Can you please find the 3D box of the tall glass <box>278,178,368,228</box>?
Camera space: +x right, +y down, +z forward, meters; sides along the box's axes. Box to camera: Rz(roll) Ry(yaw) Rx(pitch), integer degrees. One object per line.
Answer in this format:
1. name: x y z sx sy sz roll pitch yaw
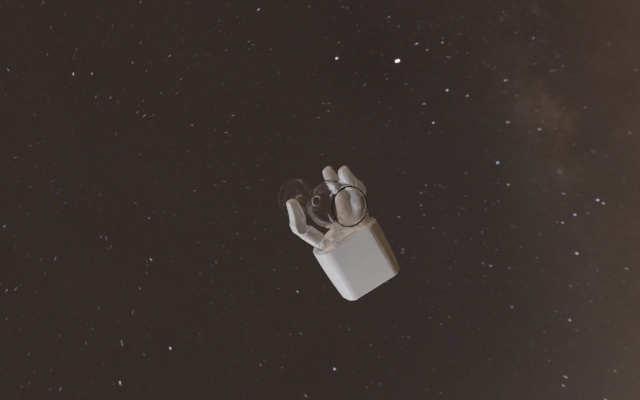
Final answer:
1. tall glass: 0.000 0.002 0.794 0.079 0.079 0.201 0 4 -26
